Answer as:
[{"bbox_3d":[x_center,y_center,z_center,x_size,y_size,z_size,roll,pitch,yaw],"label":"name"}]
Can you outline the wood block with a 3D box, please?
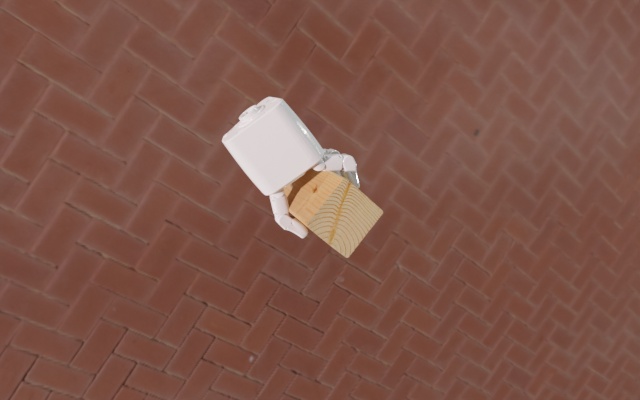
[{"bbox_3d":[0.000,0.003,0.782,0.090,0.091,0.206,40,-3,-25],"label":"wood block"}]
